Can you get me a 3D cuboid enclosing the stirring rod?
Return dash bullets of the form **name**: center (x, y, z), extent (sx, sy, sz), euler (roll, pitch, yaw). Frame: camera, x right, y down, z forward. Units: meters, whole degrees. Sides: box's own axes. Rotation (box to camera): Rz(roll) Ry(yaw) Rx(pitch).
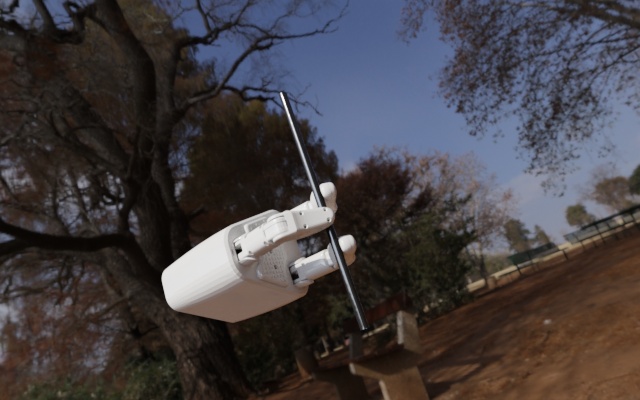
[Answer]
- **stirring rod**: center (0.000, 0.002, 0.444), extent (0.011, 0.239, 0.011), euler (-17, -17, -6)
